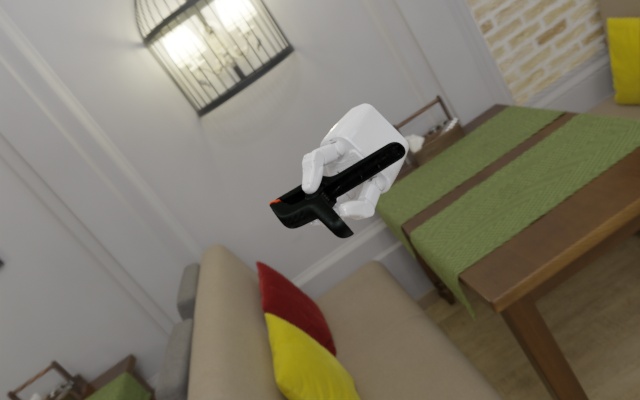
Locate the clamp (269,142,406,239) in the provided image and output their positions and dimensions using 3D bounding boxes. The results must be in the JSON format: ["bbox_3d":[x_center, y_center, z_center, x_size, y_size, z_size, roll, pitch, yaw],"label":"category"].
[{"bbox_3d":[-0.001,0.001,0.626,0.210,0.036,0.164,-17,28,41],"label":"clamp"}]
